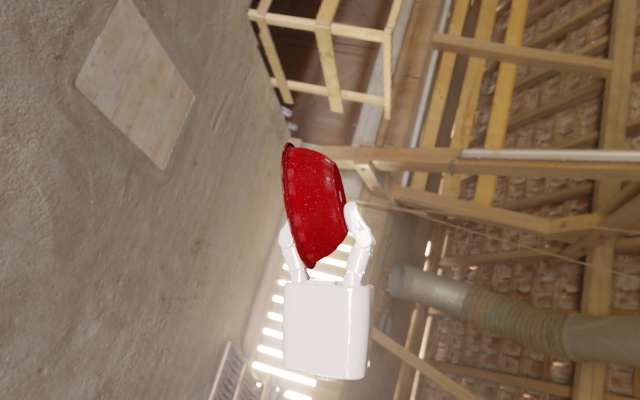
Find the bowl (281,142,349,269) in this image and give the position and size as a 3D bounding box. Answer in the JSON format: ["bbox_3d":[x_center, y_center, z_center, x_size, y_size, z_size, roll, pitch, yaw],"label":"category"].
[{"bbox_3d":[0.000,0.001,0.595,0.055,0.162,0.162,-11,-2,10],"label":"bowl"}]
